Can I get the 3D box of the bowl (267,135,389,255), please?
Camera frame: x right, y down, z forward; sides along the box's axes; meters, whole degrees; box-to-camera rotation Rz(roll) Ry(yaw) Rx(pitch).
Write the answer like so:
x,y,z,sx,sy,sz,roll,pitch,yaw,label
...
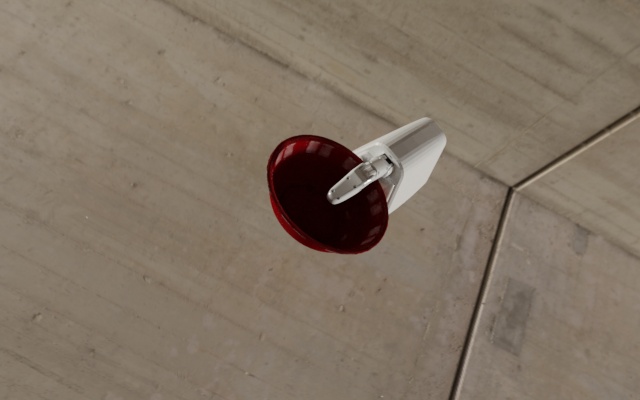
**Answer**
x,y,z,sx,sy,sz,roll,pitch,yaw,label
-0.001,0.002,0.567,0.162,0.162,0.055,0,-31,-35,bowl
